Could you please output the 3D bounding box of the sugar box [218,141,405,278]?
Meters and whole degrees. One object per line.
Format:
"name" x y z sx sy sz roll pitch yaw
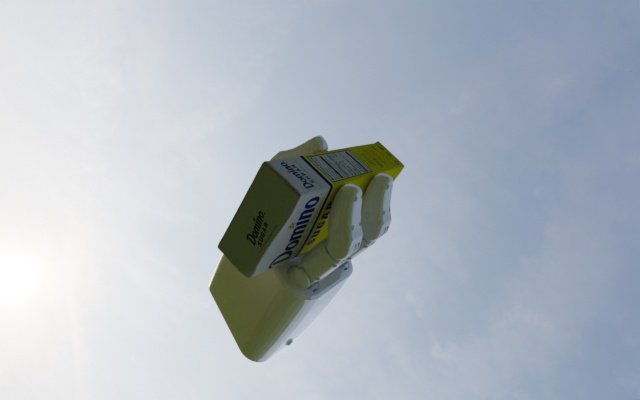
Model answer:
"sugar box" 0.000 0.002 0.422 0.048 0.093 0.176 43 31 16
